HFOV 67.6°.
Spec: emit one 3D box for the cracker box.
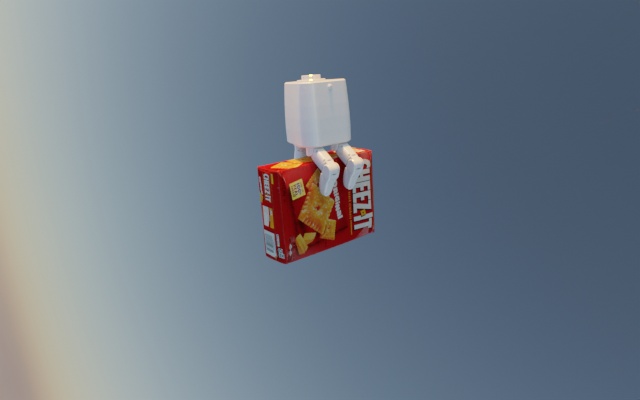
[{"bbox_3d":[0.000,0.003,0.851,0.213,0.164,0.072,-16,20,-36],"label":"cracker box"}]
